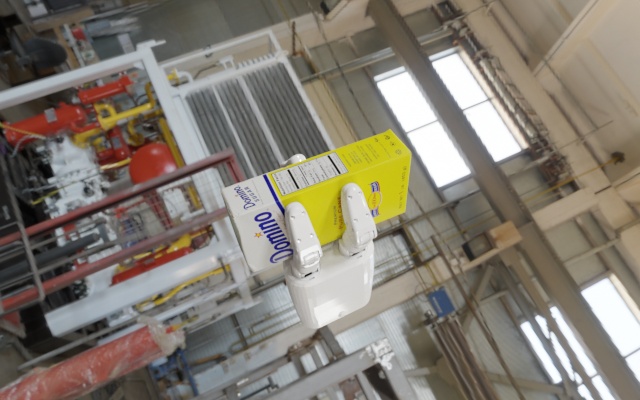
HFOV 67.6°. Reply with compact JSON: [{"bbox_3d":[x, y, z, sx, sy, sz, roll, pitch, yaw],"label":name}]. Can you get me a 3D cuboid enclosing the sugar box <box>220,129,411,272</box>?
[{"bbox_3d":[0.000,0.002,0.468,0.176,0.048,0.093,-23,-39,-13],"label":"sugar box"}]
